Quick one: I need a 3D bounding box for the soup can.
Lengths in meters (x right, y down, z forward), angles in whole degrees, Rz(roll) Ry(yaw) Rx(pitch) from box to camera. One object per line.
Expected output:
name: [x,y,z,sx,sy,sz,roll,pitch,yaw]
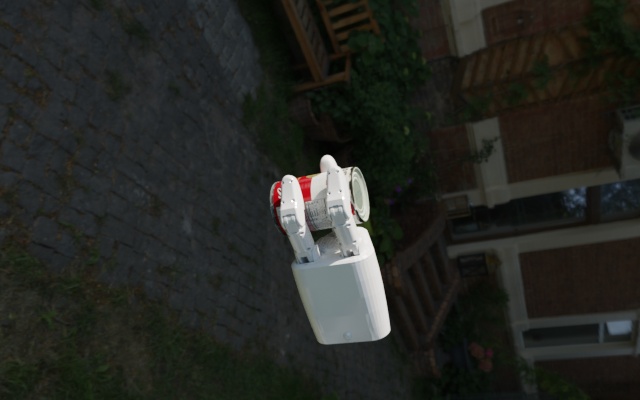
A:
soup can: [0.000,0.001,0.569,0.102,0.068,0.068,-11,-4,19]
